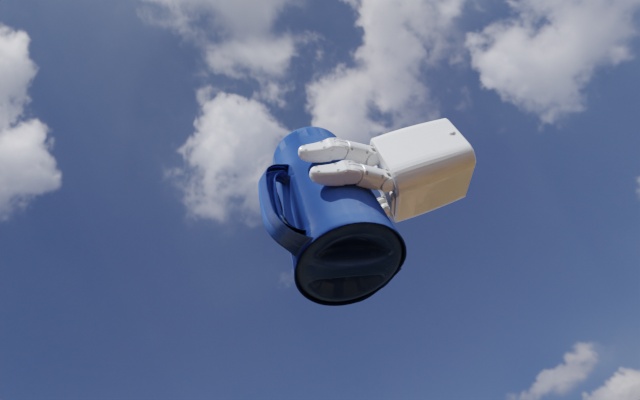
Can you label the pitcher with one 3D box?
[{"bbox_3d":[0.000,0.002,0.621,0.145,0.149,0.242,-17,41,-4],"label":"pitcher"}]
